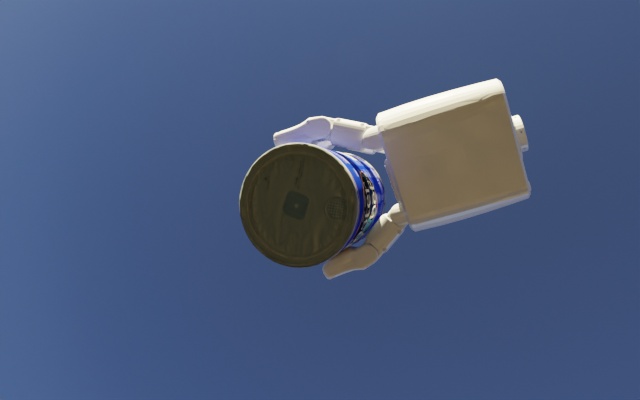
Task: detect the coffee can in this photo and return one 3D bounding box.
[{"bbox_3d":[0.000,0.002,0.455,0.103,0.103,0.140,0,2,17],"label":"coffee can"}]
